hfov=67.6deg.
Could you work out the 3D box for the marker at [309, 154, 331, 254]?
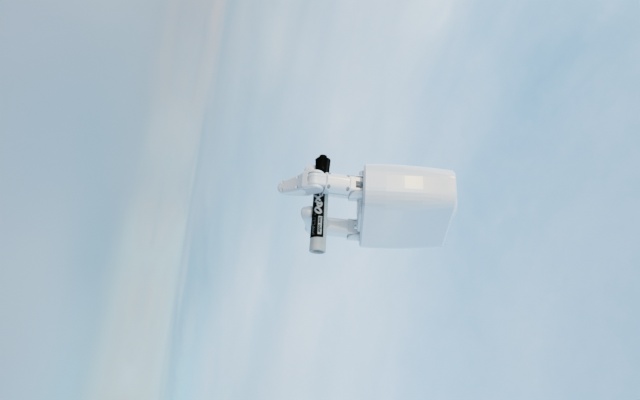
[{"bbox_3d":[0.000,0.002,0.556,0.020,0.121,0.020,3,-22,1],"label":"marker"}]
